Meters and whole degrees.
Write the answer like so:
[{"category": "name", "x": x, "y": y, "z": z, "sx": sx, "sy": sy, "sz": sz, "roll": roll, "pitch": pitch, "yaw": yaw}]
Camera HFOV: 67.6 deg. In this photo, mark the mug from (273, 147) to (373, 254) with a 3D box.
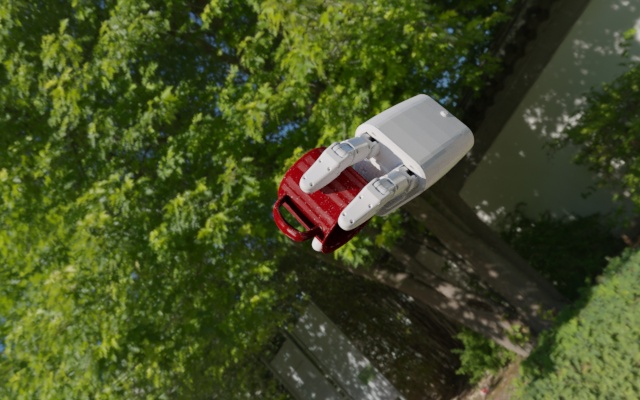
[{"category": "mug", "x": -0.001, "y": 0.002, "z": 0.511, "sx": 0.117, "sy": 0.081, "sz": 0.093, "roll": -33, "pitch": -23, "yaw": -33}]
